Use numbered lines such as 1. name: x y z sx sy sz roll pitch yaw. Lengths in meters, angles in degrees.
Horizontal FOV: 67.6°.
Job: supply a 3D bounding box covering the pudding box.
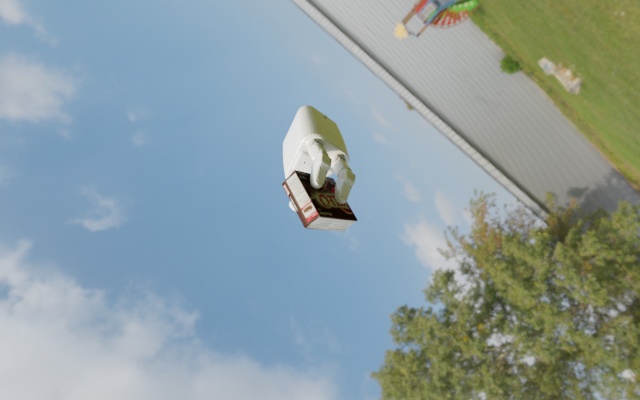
1. pudding box: 0.000 0.003 0.768 0.039 0.090 0.113 -43 -27 27
